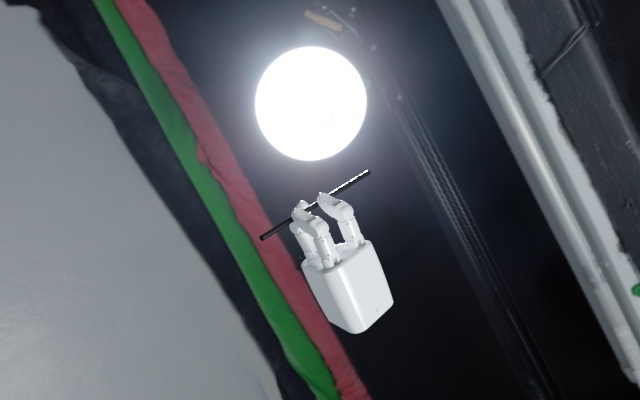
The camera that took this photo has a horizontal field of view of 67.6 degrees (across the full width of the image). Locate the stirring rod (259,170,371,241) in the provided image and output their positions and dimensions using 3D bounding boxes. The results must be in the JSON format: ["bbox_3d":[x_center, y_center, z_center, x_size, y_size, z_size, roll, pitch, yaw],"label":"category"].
[{"bbox_3d":[0.000,0.002,0.727,0.239,0.011,0.011,-32,20,-38],"label":"stirring rod"}]
